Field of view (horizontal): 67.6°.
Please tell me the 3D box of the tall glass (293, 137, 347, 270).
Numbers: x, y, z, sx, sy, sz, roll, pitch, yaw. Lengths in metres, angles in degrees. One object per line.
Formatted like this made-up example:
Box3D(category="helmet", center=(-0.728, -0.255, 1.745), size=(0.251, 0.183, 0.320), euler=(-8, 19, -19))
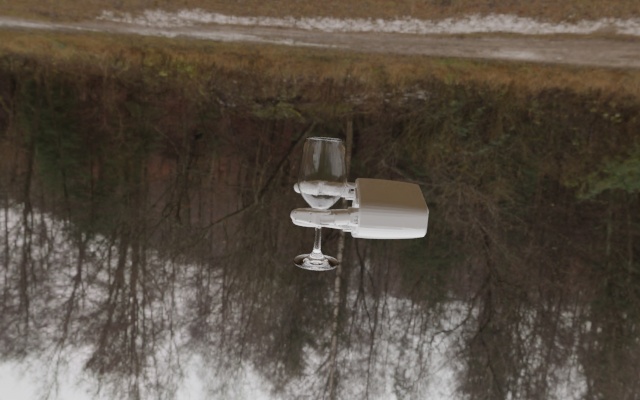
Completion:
Box3D(category="tall glass", center=(0.000, 0.003, 0.752), size=(0.079, 0.201, 0.079), euler=(4, 11, -1))
